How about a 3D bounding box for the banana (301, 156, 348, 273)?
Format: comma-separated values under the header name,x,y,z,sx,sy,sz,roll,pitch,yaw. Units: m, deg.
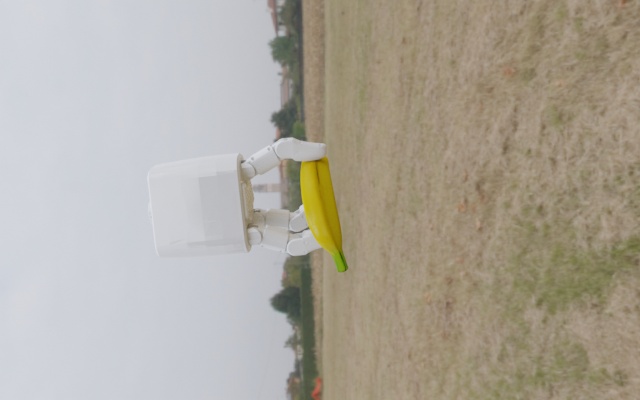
name,x,y,z,sx,sy,sz,roll,pitch,yaw
banana,-0.002,-0.009,0.557,0.037,0.070,0.197,-10,42,2
